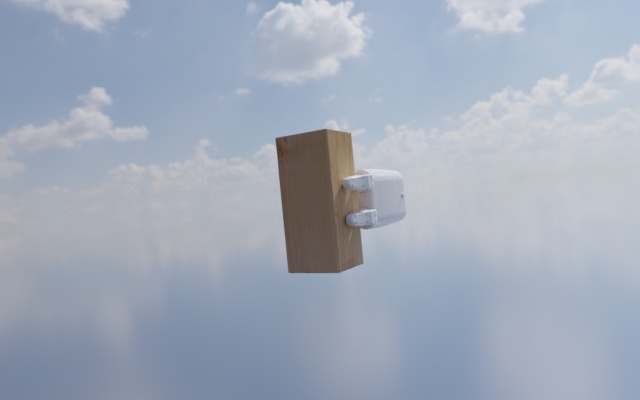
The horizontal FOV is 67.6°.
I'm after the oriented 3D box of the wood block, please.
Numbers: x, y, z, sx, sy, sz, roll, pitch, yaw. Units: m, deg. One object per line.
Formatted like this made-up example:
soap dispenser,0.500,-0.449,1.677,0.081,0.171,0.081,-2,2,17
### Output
wood block,0.000,0.002,0.734,0.091,0.206,0.090,-5,0,30
